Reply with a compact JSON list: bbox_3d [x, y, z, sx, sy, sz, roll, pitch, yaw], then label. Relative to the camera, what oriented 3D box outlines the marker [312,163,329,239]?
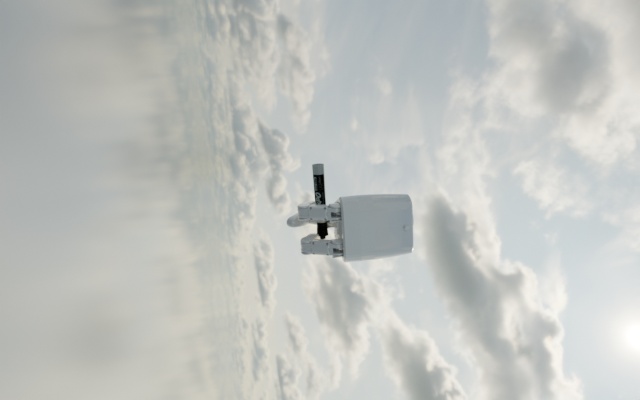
[{"bbox_3d":[0.000,0.002,0.754,0.020,0.121,0.020,-4,12,1],"label":"marker"}]
